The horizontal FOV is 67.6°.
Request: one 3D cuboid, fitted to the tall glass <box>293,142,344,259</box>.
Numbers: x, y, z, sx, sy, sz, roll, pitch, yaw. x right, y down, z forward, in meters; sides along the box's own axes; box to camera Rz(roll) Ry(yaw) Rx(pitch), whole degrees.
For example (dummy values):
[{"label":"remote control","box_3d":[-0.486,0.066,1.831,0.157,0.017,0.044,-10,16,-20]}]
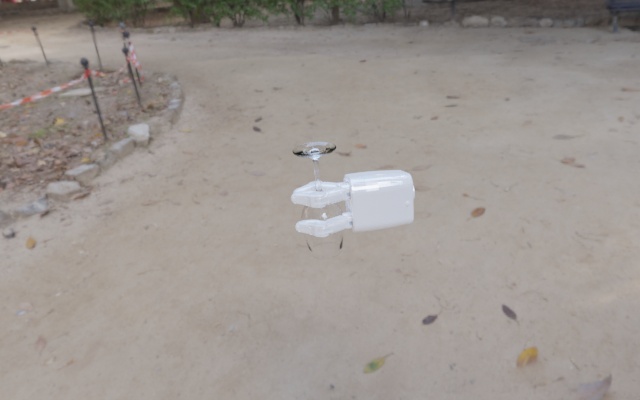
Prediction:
[{"label":"tall glass","box_3d":[0.000,0.002,0.844,0.079,0.201,0.079,-5,25,2]}]
